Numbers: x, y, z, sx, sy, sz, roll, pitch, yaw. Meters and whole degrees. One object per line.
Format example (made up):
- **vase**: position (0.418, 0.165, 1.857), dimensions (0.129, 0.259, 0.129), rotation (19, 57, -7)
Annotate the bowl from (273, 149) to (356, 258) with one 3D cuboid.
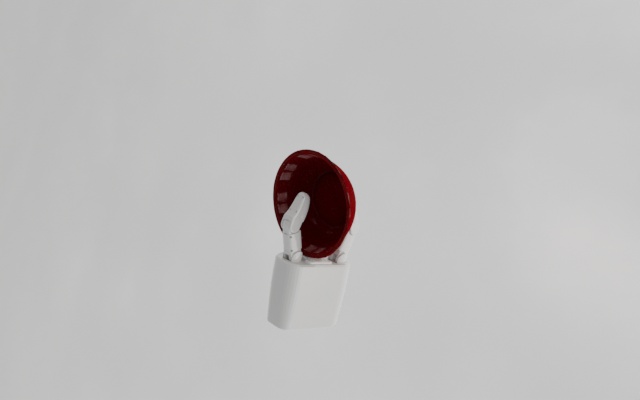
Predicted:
- **bowl**: position (0.001, 0.001, 0.715), dimensions (0.055, 0.162, 0.162), rotation (-12, 8, -44)
